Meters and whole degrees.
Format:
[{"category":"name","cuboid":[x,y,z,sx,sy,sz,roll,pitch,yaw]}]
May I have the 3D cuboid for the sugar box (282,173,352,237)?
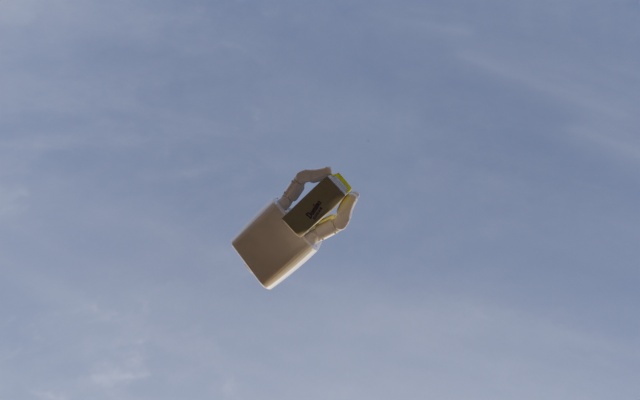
[{"category":"sugar box","cuboid":[0.000,0.003,0.755,0.093,0.048,0.176,-43,1,9]}]
